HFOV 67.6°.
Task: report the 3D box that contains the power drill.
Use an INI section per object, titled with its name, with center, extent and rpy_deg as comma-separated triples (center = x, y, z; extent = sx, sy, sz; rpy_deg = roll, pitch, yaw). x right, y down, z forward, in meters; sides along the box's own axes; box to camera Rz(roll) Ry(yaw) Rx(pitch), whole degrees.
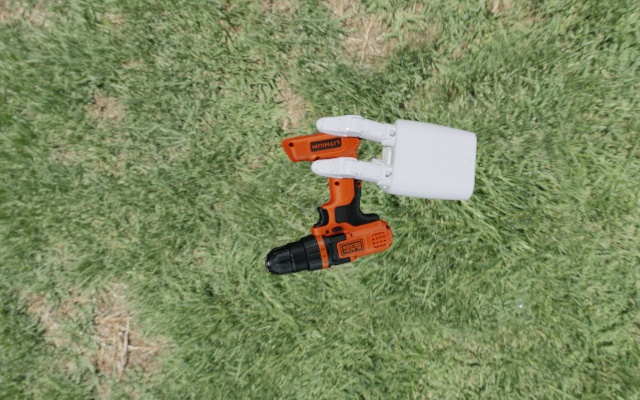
[power drill]
center = 0.000, 0.002, 0.659
extent = 0.184, 0.188, 0.057
rpy_deg = -13, 12, -13
